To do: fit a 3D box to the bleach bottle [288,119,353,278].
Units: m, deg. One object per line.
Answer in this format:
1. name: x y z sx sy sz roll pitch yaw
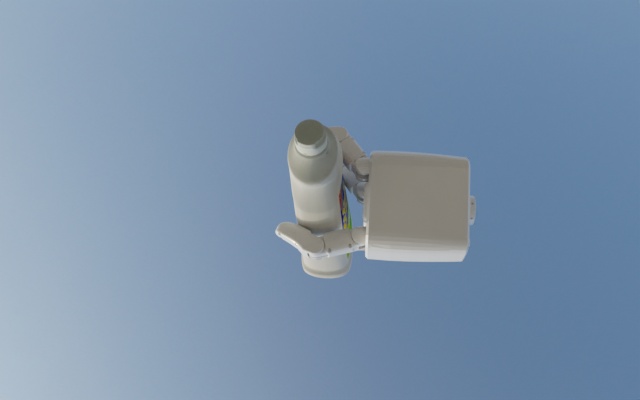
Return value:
1. bleach bottle: 0.000 0.002 0.544 0.068 0.102 0.251 2 -27 7
